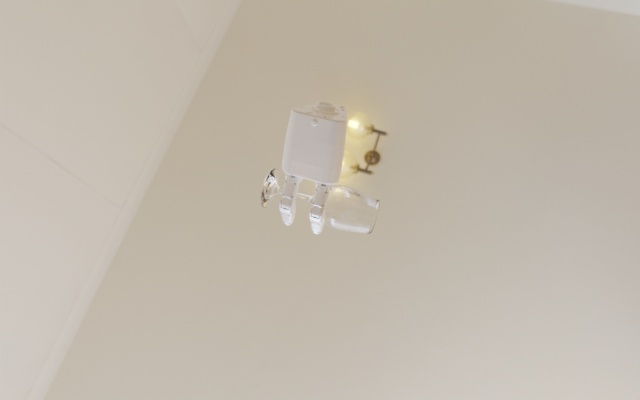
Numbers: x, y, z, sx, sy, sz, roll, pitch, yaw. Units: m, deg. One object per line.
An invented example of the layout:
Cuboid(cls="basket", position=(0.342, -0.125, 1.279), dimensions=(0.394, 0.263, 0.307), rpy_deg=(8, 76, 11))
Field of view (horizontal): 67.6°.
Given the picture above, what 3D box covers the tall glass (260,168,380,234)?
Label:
Cuboid(cls="tall glass", position=(-0.001, 0.003, 0.846), dimensions=(0.201, 0.079, 0.079), rpy_deg=(16, 4, 13))
